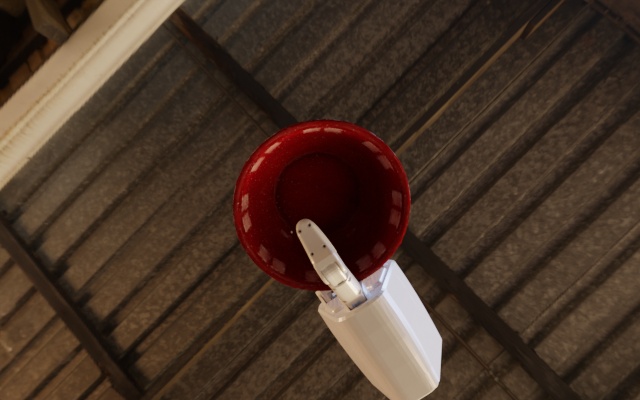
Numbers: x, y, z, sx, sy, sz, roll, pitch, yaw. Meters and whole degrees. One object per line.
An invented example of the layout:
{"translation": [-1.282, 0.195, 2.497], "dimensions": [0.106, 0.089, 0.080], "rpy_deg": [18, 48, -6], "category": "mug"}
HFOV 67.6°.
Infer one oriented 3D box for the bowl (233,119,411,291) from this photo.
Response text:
{"translation": [0.000, 0.000, 0.455], "dimensions": [0.162, 0.162, 0.055], "rpy_deg": [0, 16, -5], "category": "bowl"}
